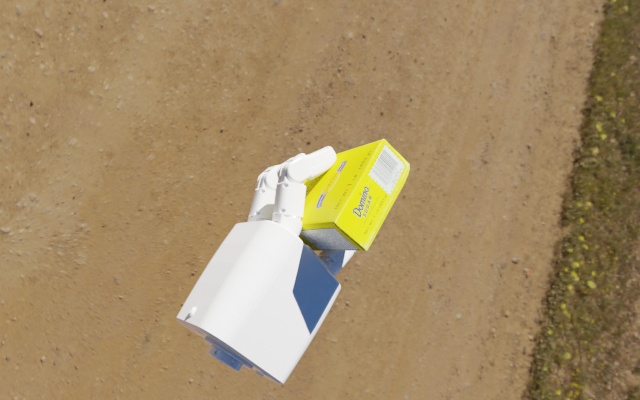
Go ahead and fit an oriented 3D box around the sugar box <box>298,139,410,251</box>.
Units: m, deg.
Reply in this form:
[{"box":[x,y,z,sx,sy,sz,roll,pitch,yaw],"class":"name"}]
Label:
[{"box":[0.000,0.001,0.467,0.048,0.093,0.176,43,-25,-23],"class":"sugar box"}]
